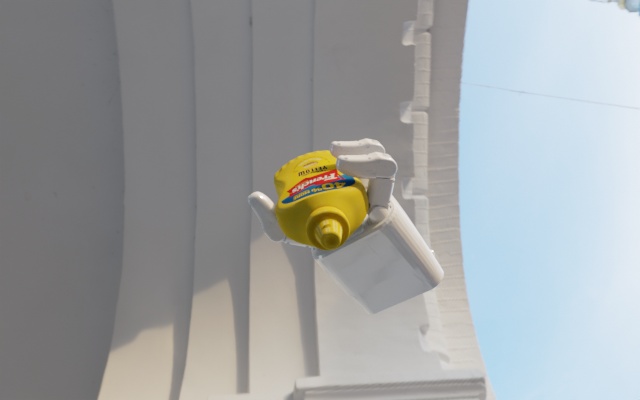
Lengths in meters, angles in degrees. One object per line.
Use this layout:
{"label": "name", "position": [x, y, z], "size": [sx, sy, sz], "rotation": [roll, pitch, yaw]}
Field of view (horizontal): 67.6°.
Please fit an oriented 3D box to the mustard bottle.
{"label": "mustard bottle", "position": [0.000, 0.001, 0.508], "size": [0.096, 0.058, 0.191], "rotation": [-14, 23, 0]}
